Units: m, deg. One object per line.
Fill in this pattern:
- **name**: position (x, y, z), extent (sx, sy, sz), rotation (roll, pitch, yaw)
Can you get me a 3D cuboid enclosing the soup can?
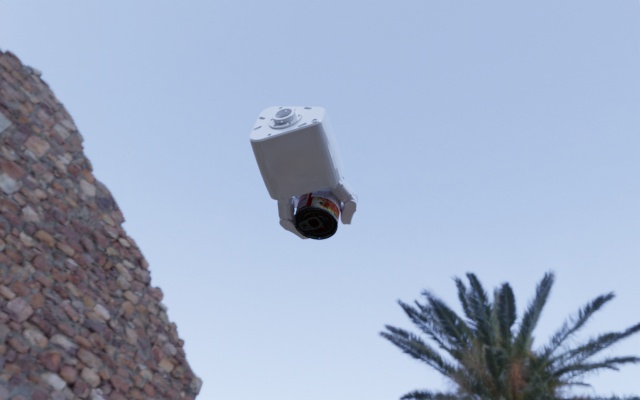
- **soup can**: position (0.000, 0.003, 0.750), extent (0.068, 0.069, 0.102), rotation (0, 41, 12)
